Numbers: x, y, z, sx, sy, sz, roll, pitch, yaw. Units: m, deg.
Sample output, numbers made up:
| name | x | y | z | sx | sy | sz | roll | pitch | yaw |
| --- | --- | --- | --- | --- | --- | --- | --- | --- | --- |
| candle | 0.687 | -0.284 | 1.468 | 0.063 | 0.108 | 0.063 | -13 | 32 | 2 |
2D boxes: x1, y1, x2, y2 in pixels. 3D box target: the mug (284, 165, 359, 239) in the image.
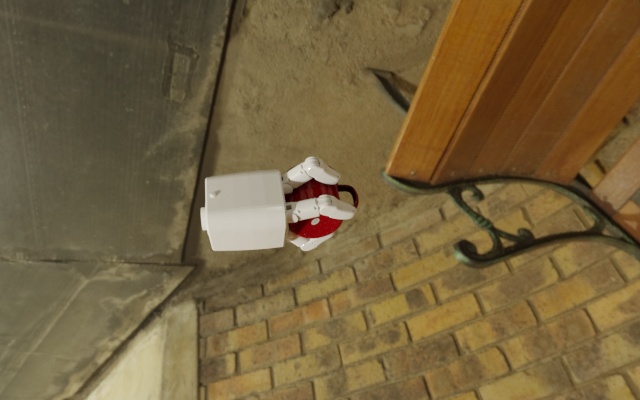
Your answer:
| name | x | y | z | sx | sy | sz | roll | pitch | yaw |
| --- | --- | --- | --- | --- | --- | --- | --- | --- | --- |
| mug | 0.002 | 0.002 | 0.720 | 0.117 | 0.081 | 0.093 | -3 | -41 | -10 |
